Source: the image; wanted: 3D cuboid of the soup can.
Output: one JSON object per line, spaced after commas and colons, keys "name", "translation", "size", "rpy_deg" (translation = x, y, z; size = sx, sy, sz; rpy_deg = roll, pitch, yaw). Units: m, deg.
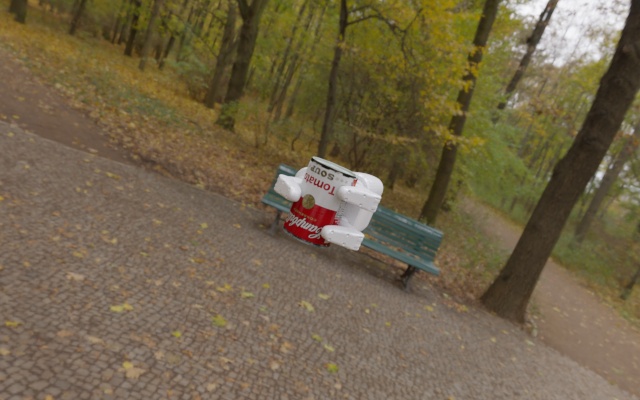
{"name": "soup can", "translation": [0.000, 0.002, 0.625], "size": [0.068, 0.102, 0.068], "rpy_deg": [22, 10, -4]}
